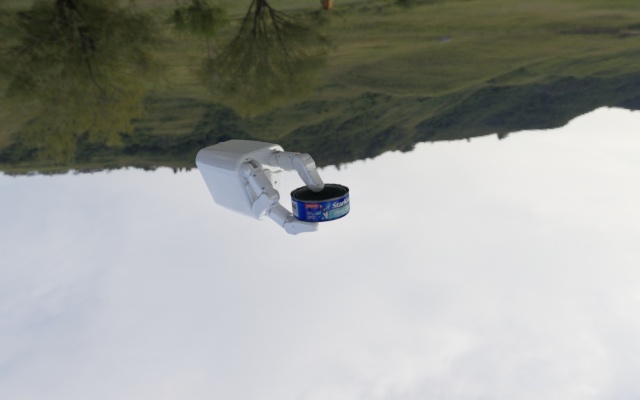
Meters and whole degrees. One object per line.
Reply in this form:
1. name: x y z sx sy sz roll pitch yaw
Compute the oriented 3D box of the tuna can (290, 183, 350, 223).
1. tuna can: 0.000 0.003 0.689 0.086 0.034 0.086 -4 18 1
